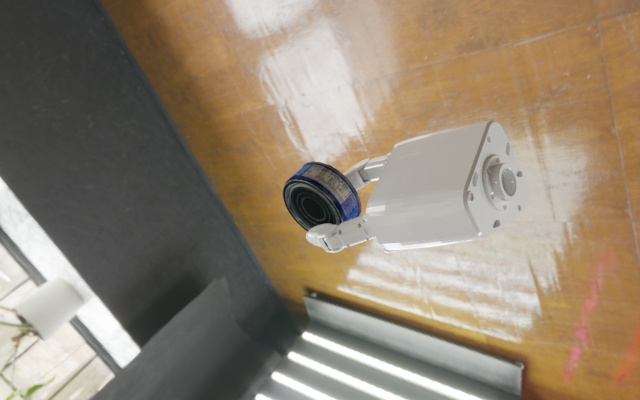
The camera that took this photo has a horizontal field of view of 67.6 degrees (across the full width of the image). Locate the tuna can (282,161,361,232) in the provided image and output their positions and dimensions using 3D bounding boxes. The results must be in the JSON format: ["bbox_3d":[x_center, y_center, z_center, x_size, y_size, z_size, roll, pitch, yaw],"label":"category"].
[{"bbox_3d":[0.000,0.002,0.523,0.086,0.086,0.033,0,36,47],"label":"tuna can"}]
